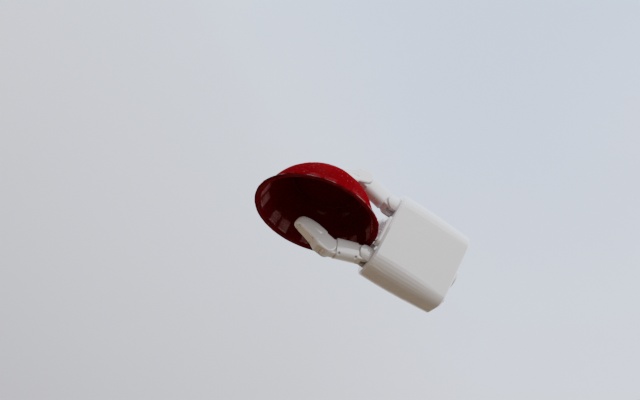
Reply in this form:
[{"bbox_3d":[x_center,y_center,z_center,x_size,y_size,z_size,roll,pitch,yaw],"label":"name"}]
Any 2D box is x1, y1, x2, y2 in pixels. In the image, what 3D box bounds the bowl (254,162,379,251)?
[{"bbox_3d":[-0.001,0.001,0.610,0.162,0.055,0.162,13,-36,9],"label":"bowl"}]
